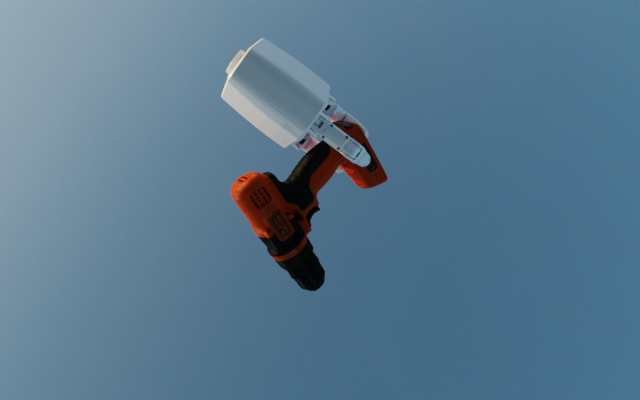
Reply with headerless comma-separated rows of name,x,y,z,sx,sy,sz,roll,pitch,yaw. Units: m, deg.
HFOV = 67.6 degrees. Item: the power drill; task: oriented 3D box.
power drill,0.000,0.002,0.617,0.187,0.184,0.057,-43,30,-20
